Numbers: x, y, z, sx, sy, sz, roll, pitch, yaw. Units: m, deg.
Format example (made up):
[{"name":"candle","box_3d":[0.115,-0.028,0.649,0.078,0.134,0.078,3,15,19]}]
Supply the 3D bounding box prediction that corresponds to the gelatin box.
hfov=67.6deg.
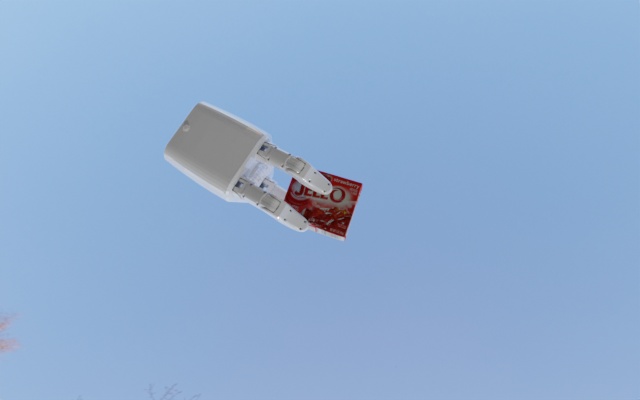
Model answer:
[{"name":"gelatin box","box_3d":[0.000,0.002,0.601,0.089,0.073,0.030,18,-14,7]}]
